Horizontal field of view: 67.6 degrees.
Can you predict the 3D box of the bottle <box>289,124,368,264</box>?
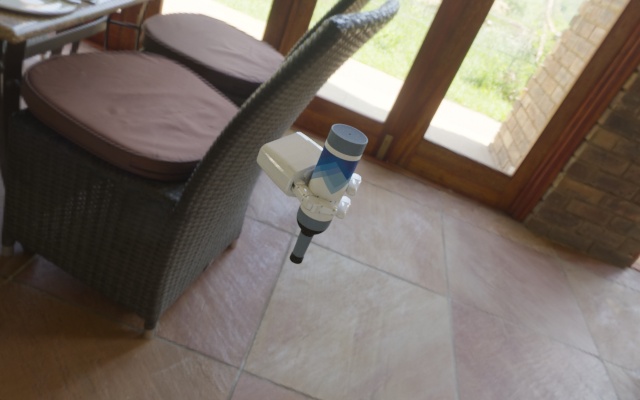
[{"bbox_3d":[0.000,0.003,0.885,0.069,0.296,0.069,17,32,-11],"label":"bottle"}]
